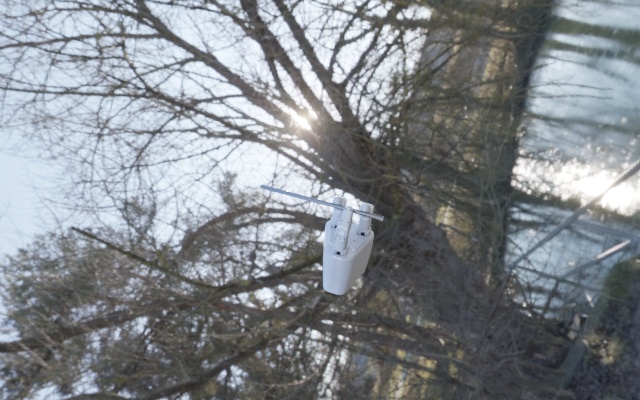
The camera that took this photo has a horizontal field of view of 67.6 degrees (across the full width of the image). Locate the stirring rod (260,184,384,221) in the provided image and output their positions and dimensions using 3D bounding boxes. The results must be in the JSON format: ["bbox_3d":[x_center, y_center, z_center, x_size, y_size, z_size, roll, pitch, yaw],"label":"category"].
[{"bbox_3d":[0.000,0.003,0.890,0.239,0.011,0.011,15,3,11],"label":"stirring rod"}]
